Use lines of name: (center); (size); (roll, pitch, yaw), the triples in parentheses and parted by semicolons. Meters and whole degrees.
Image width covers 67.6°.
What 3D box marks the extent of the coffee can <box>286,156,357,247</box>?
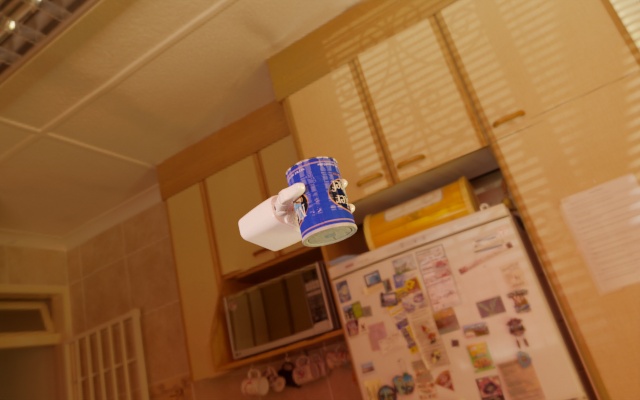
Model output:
coffee can: (0.000, 0.003, 0.891); (0.103, 0.140, 0.103); (-14, -20, -5)
